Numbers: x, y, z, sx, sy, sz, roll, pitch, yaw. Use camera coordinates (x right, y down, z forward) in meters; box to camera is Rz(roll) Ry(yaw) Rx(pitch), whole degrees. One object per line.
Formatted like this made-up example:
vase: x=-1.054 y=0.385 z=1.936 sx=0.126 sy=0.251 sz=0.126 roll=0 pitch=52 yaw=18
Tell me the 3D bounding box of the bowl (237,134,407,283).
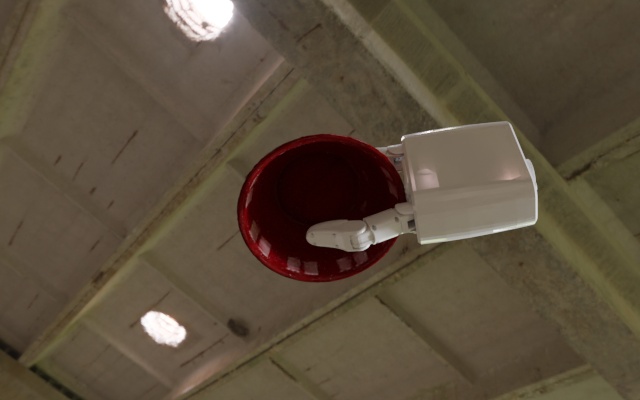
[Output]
bowl: x=-0.001 y=0.001 z=0.474 sx=0.162 sy=0.162 sz=0.055 roll=0 pitch=29 yaw=-7
